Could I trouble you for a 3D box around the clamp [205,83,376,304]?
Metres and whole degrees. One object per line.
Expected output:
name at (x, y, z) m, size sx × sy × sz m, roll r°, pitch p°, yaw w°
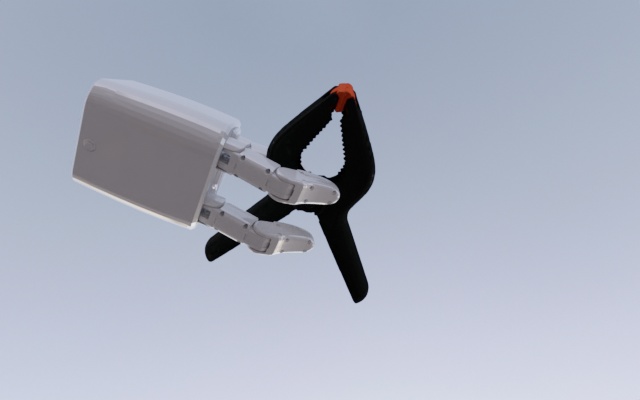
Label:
clamp at (0.000, 0.000, 0.430) m, size 0.164 × 0.210 × 0.036 m, roll 22°, pitch 28°, yaw -8°
